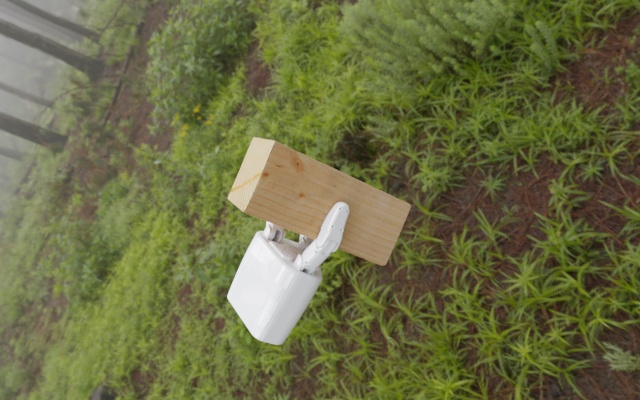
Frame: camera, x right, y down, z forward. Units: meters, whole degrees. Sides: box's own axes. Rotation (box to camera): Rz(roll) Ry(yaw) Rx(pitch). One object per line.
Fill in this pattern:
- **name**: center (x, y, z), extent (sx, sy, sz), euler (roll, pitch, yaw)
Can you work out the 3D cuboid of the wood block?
- **wood block**: center (0.000, 0.002, 0.618), extent (0.206, 0.090, 0.091), euler (23, 1, -26)
